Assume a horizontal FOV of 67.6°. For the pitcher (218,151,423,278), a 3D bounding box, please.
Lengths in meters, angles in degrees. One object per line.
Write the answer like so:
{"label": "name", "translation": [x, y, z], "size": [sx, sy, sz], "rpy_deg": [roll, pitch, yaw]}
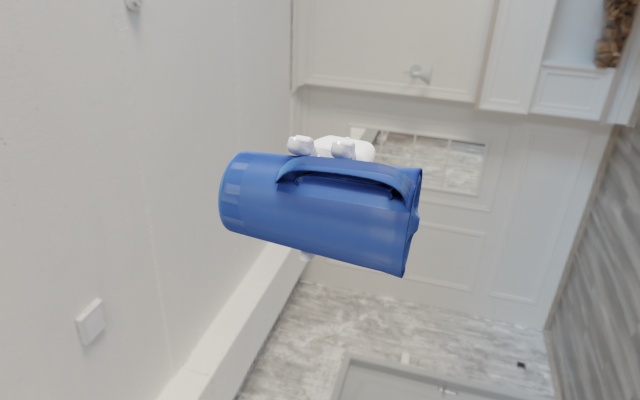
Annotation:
{"label": "pitcher", "translation": [0.000, 0.002, 0.590], "size": [0.243, 0.149, 0.145], "rpy_deg": [10, 20, 14]}
